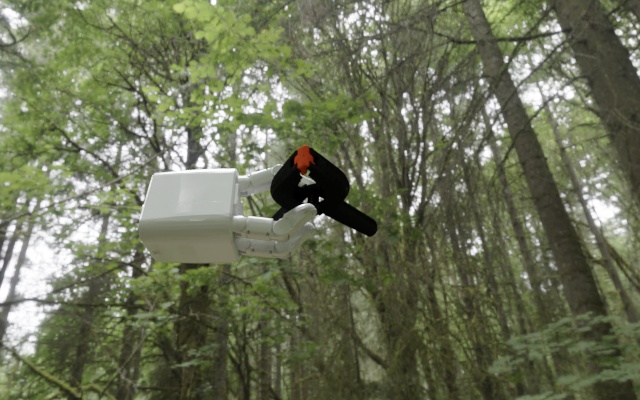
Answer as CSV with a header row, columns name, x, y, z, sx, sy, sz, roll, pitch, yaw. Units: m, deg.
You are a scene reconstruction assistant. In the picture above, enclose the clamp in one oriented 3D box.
name,x,y,z,sx,sy,sz,roll,pitch,yaw
clamp,0.000,0.001,0.601,0.164,0.036,0.210,-1,-29,-3
